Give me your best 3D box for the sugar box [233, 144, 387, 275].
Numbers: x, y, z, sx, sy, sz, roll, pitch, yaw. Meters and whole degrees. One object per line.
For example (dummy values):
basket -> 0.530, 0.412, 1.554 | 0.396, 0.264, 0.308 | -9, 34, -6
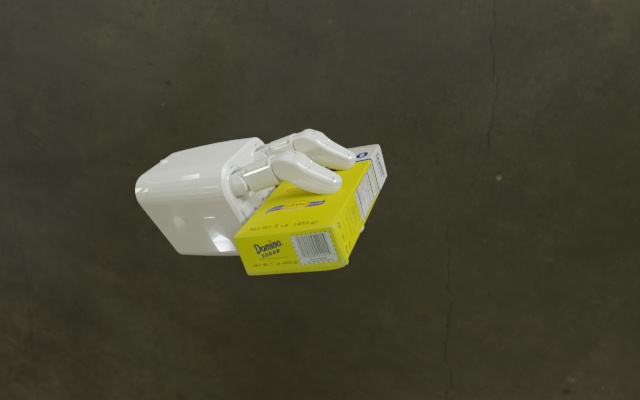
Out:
sugar box -> 0.000, 0.001, 0.454 | 0.093, 0.048, 0.176 | -7, 27, 22
